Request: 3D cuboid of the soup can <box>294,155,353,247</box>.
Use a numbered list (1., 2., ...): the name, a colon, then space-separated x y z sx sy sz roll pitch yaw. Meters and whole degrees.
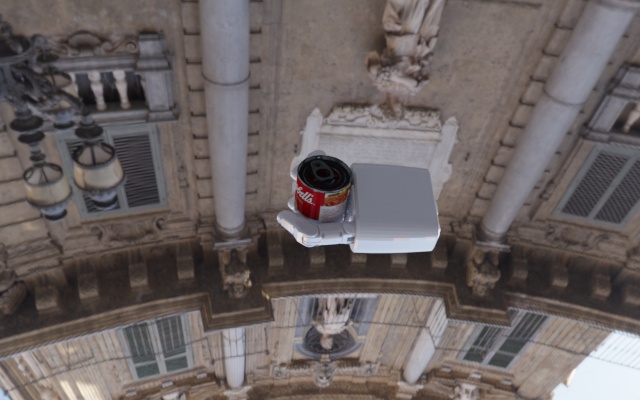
1. soup can: 0.000 0.002 0.613 0.068 0.102 0.068 4 44 -4
